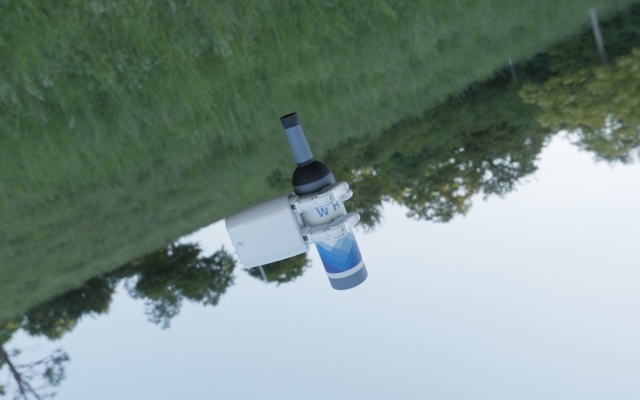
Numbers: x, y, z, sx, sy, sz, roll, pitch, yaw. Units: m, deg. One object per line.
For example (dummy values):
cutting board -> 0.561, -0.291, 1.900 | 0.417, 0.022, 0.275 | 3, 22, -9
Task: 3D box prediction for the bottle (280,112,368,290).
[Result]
bottle -> 0.000, 0.003, 0.767 | 0.069, 0.296, 0.069 | -19, 17, 6
